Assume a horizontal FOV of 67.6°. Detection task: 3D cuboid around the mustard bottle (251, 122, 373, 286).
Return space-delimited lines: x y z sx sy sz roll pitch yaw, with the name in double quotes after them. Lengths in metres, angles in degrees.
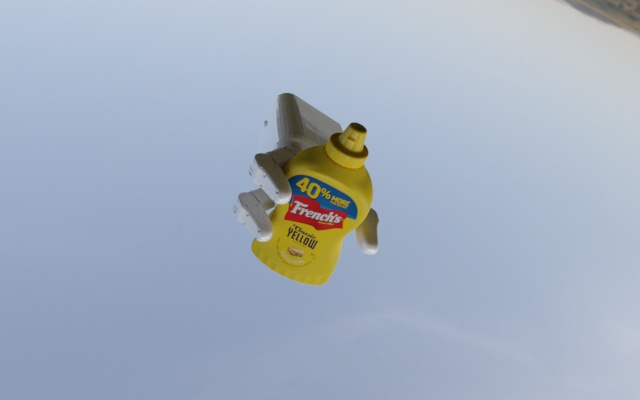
0.000 0.002 0.495 0.096 0.192 0.058 27 35 0 "mustard bottle"
